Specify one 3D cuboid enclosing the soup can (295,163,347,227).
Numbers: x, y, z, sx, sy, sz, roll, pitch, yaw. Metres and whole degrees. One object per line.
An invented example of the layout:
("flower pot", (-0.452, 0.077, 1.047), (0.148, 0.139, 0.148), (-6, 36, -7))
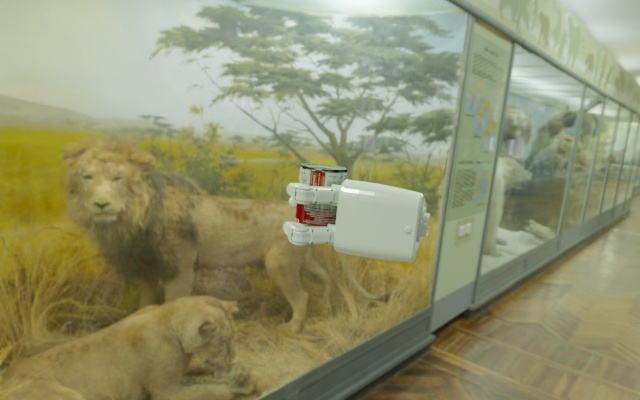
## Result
("soup can", (0.000, 0.002, 0.675), (0.068, 0.102, 0.068), (6, 10, -1))
